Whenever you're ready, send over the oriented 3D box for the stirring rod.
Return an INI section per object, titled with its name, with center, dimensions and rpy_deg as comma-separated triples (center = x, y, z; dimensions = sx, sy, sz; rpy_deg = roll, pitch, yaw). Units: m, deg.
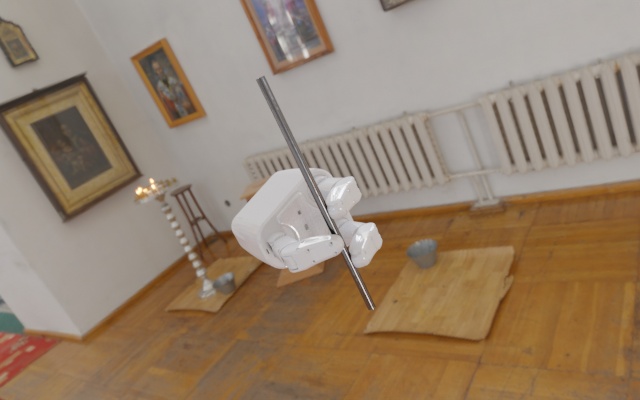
[stirring rod]
center = 0.000, 0.002, 0.432
dimensions = 0.011, 0.239, 0.011
rpy_deg = -23, 17, 8
